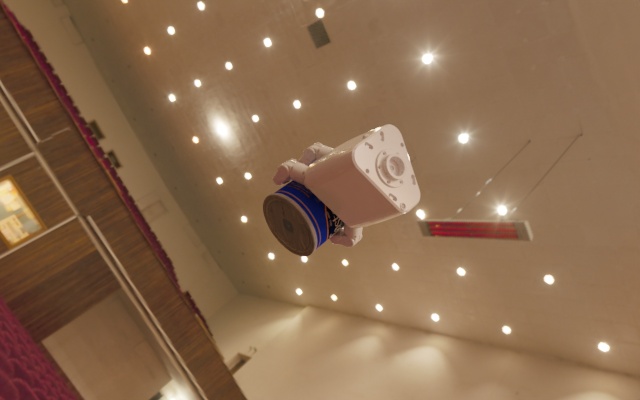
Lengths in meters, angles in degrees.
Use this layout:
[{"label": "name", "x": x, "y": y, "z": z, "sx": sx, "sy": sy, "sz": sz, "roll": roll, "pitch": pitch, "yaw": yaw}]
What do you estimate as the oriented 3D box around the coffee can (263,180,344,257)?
[{"label": "coffee can", "x": 0.000, "y": 0.002, "z": 0.711, "sx": 0.140, "sy": 0.103, "sz": 0.103, "roll": -37, "pitch": 22, "yaw": -34}]
